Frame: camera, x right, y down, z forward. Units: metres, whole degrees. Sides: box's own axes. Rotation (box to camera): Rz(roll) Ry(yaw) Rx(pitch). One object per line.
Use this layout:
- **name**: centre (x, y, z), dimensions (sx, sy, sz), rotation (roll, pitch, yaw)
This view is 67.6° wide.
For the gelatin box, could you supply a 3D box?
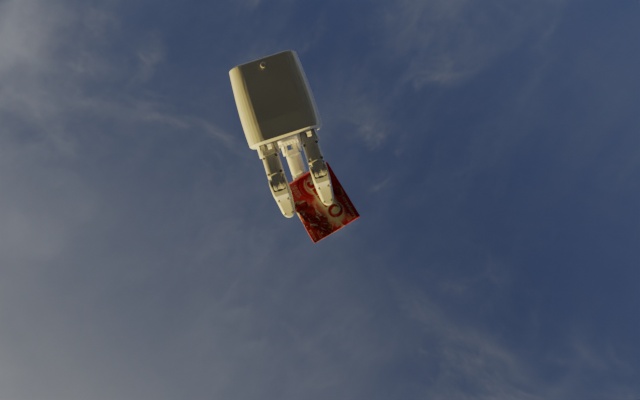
- **gelatin box**: centre (0.000, 0.002, 0.655), dimensions (0.073, 0.089, 0.030), rotation (-31, 6, 0)
